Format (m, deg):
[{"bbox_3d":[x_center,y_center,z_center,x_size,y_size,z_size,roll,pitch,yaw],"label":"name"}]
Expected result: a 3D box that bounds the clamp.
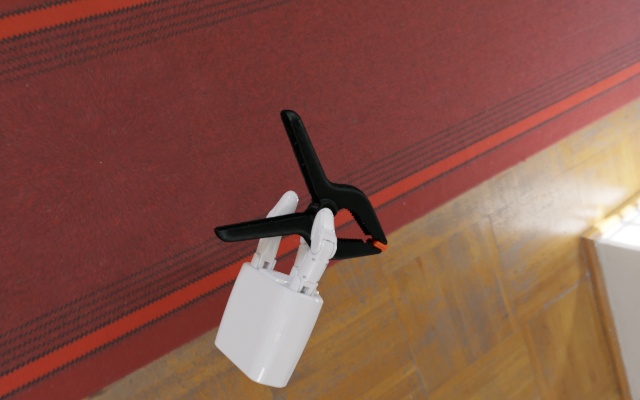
[{"bbox_3d":[0.001,0.002,0.568,0.210,0.164,0.036,23,0,-24],"label":"clamp"}]
